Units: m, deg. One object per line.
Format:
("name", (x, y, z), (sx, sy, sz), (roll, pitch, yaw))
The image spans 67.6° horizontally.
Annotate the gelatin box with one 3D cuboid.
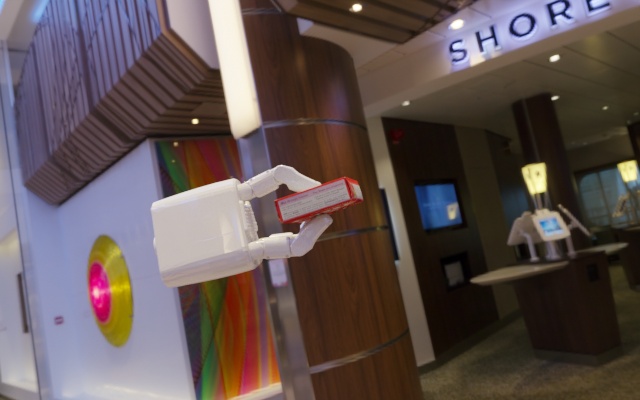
("gelatin box", (0.000, 0.001, 0.558), (0.089, 0.030, 0.073), (-19, -7, 13))
